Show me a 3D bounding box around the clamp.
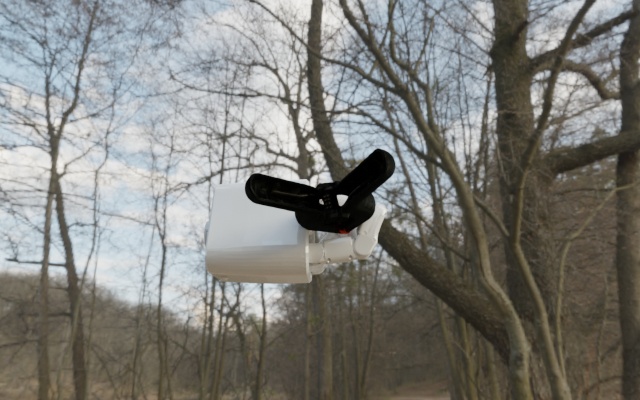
[{"bbox_3d":[0.000,0.001,0.441,0.120,0.039,0.171,-2,-20,0],"label":"clamp"}]
